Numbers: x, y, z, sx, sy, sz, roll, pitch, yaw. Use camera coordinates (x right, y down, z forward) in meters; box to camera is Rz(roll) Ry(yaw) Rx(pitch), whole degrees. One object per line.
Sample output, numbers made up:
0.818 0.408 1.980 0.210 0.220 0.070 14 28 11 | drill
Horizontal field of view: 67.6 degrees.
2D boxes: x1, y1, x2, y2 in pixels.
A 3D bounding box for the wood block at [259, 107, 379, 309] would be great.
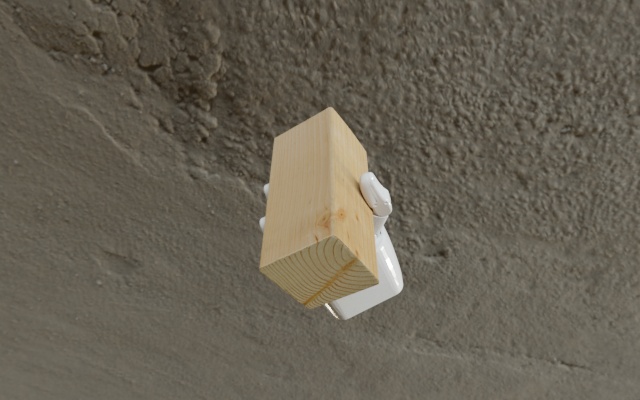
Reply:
0.001 0.002 0.541 0.091 0.206 0.090 -25 -50 23 | wood block
